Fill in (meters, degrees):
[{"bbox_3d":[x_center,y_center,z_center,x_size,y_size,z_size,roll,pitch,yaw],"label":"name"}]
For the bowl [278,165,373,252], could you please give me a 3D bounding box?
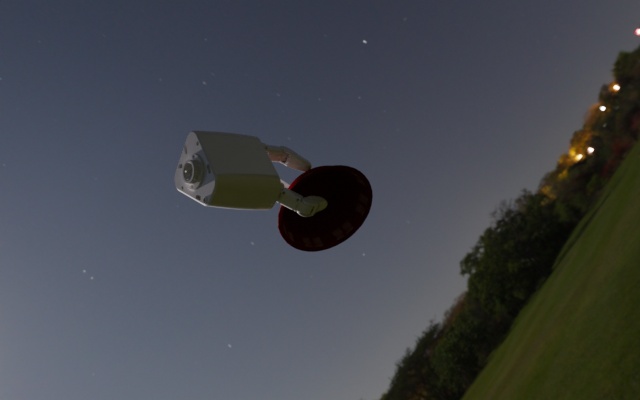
[{"bbox_3d":[0.001,0.003,0.764,0.162,0.162,0.055,0,33,-27],"label":"bowl"}]
